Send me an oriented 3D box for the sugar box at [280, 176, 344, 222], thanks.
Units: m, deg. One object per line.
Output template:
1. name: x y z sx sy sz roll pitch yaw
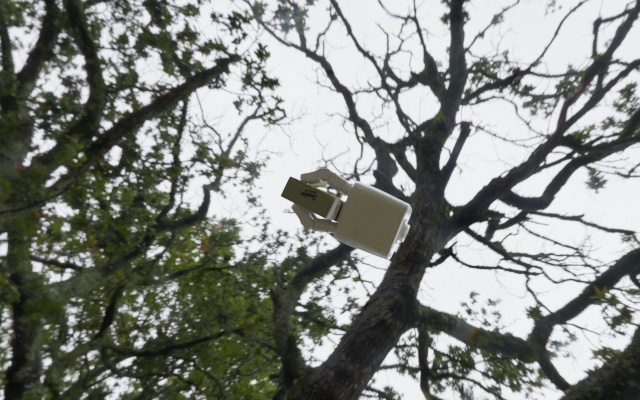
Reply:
1. sugar box: 0.001 0.002 0.880 0.093 0.048 0.176 26 -1 15
